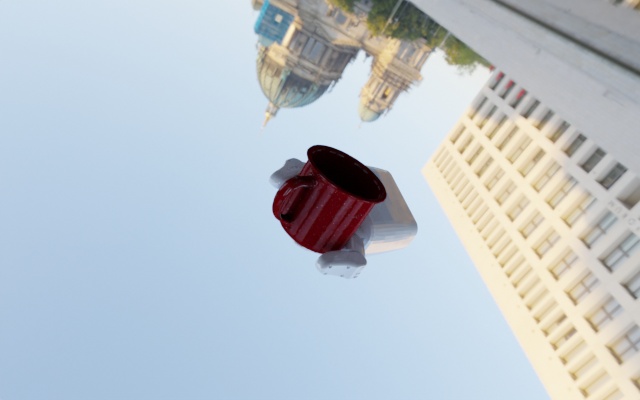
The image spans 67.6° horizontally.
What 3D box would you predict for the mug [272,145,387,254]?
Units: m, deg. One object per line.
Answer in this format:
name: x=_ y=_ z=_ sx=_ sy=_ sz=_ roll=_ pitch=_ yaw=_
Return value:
mug: x=-0.001 y=0.002 z=0.488 sx=0.117 sy=0.081 sz=0.093 roll=0 pitch=41 yaw=-47
